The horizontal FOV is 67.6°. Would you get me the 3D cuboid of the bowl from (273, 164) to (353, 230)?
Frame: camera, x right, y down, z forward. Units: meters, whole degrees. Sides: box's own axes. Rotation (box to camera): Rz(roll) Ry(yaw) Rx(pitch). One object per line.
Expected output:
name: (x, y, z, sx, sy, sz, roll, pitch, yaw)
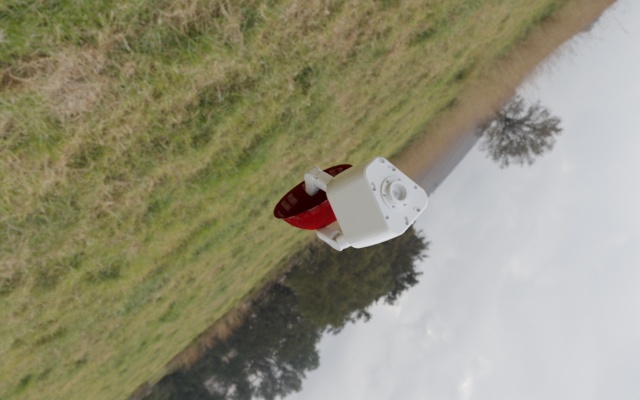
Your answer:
bowl: (0.000, 0.003, 0.832, 0.162, 0.055, 0.162, -27, 20, 11)
